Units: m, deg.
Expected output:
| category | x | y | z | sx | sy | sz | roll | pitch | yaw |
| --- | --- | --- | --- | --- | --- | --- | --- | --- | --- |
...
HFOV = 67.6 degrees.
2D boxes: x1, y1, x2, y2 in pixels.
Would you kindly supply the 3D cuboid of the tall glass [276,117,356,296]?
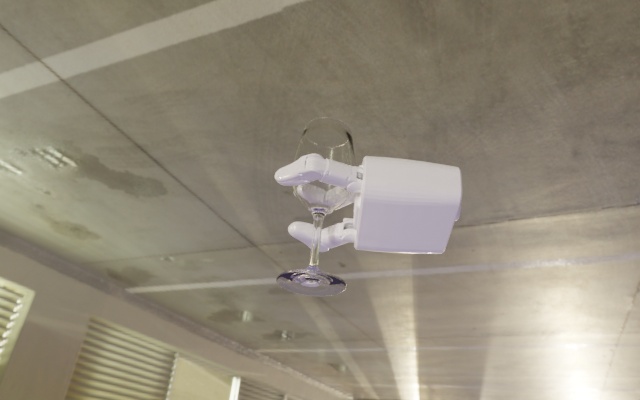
| category | x | y | z | sx | sy | sz | roll | pitch | yaw |
| --- | --- | --- | --- | --- | --- | --- | --- | --- | --- |
| tall glass | 0.000 | 0.002 | 0.548 | 0.079 | 0.201 | 0.079 | 4 | -29 | 3 |
